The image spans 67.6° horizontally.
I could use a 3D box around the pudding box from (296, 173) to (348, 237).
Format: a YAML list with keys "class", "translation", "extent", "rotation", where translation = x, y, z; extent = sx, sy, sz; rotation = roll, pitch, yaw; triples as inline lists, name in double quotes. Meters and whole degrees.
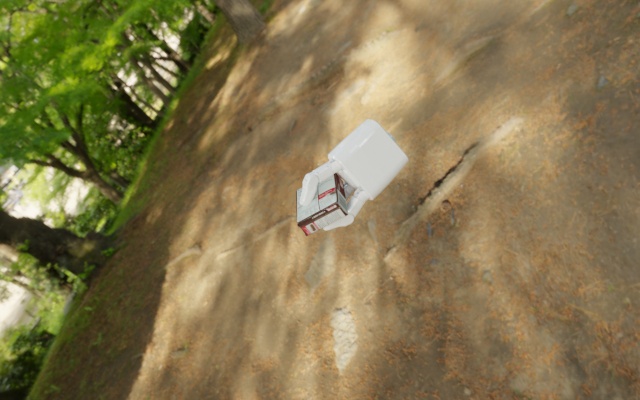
- class: "pudding box"
  translation: [0.000, 0.003, 0.889]
  extent: [0.090, 0.039, 0.113]
  rotation: [-29, 30, 16]
